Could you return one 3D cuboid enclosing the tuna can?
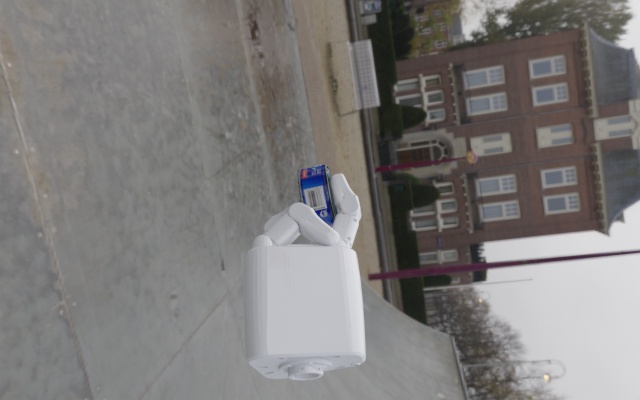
[{"bbox_3d":[0.001,0.002,0.558,0.034,0.086,0.086,-12,-1,7],"label":"tuna can"}]
